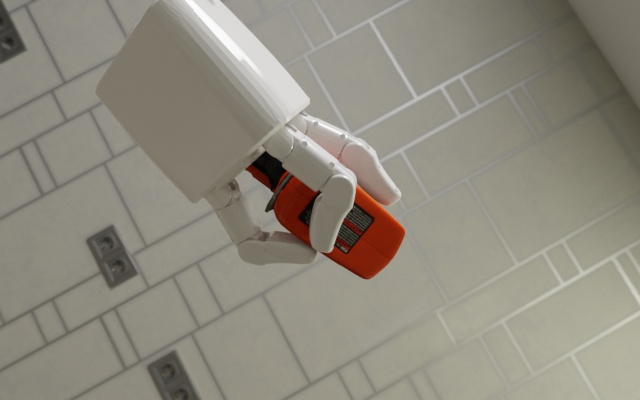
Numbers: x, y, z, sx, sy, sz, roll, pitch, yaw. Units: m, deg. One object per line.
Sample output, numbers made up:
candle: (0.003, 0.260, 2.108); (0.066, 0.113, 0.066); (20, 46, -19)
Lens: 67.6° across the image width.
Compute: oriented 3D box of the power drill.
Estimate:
power drill: (0.000, 0.001, 0.438); (0.184, 0.057, 0.187); (35, 2, -25)
